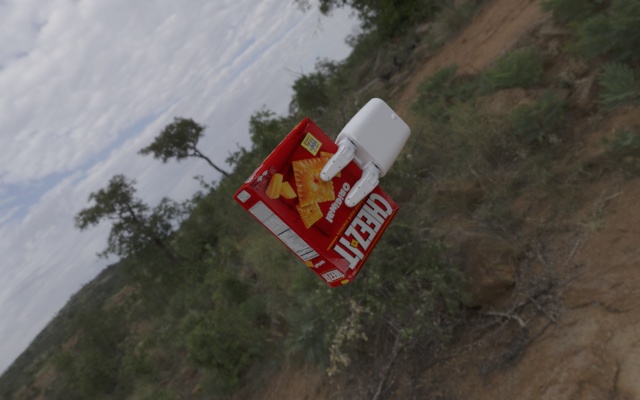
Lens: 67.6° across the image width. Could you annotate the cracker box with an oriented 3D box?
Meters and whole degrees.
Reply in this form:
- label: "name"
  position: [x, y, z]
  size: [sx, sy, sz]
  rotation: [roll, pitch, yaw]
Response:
- label: "cracker box"
  position: [0.000, 0.002, 0.744]
  size: [0.214, 0.164, 0.072]
  rotation: [43, -31, -9]
